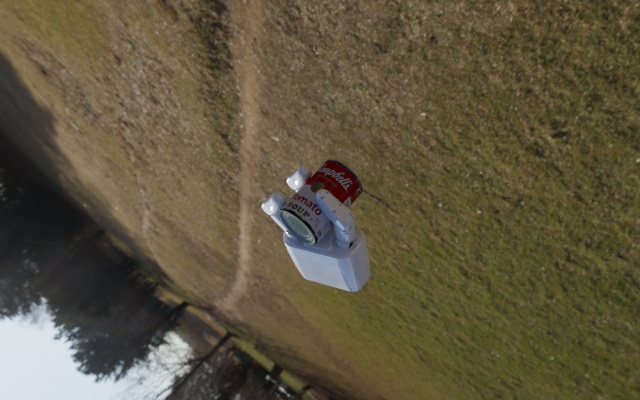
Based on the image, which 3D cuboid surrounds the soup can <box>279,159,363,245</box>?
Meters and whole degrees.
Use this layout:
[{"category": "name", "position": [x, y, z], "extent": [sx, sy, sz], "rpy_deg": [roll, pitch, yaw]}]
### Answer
[{"category": "soup can", "position": [0.000, 0.002, 0.651], "extent": [0.102, 0.068, 0.068], "rpy_deg": [-47, 22, -23]}]
